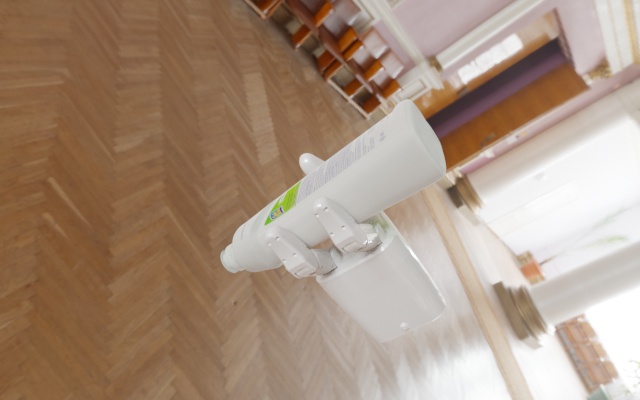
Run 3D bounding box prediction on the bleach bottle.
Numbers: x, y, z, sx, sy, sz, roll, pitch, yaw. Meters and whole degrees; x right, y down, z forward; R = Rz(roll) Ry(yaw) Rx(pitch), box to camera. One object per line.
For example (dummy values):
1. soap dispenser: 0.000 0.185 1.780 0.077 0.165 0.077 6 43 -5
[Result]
1. bleach bottle: 0.000 0.002 0.483 0.251 0.068 0.102 -32 17 23
